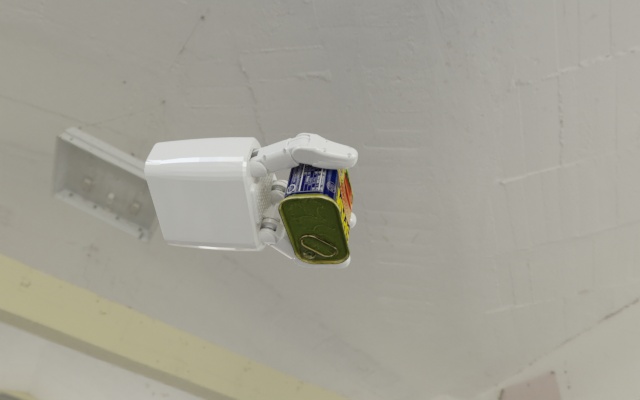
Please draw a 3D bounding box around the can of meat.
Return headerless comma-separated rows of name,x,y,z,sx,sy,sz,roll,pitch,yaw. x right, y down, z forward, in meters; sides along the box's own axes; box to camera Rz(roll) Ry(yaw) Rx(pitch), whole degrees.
can of meat,0.000,0.001,0.485,0.057,0.084,0.102,-3,-43,13
